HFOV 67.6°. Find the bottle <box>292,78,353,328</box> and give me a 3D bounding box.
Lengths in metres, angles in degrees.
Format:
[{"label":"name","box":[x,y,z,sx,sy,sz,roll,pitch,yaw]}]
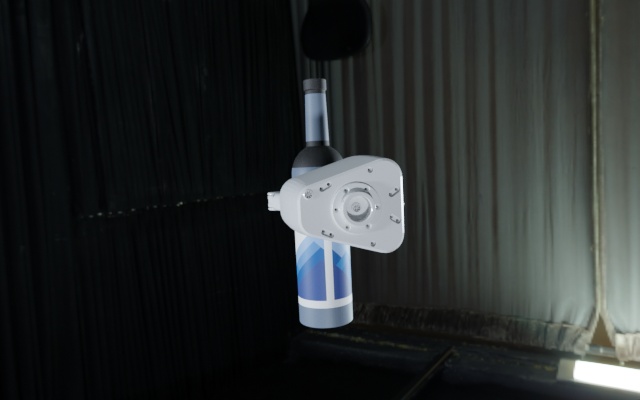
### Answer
[{"label":"bottle","box":[0.000,0.002,0.584,0.069,0.296,0.069,-3,5,0]}]
